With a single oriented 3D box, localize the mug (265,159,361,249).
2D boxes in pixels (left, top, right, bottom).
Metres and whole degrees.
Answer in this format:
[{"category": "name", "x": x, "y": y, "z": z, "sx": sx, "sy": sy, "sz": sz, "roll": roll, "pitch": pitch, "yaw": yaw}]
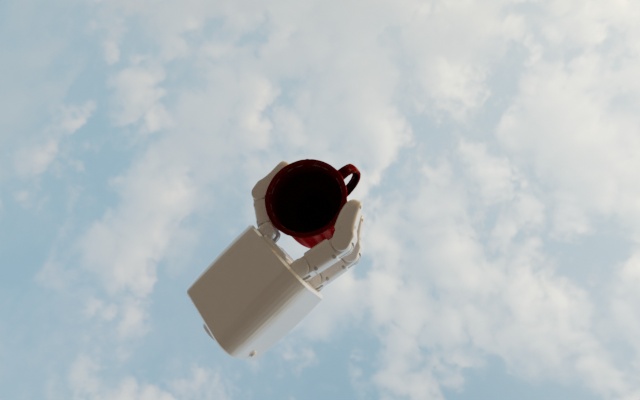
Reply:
[{"category": "mug", "x": 0.001, "y": 0.001, "z": 0.562, "sx": 0.093, "sy": 0.117, "sz": 0.081, "roll": 46, "pitch": -5, "yaw": 23}]
